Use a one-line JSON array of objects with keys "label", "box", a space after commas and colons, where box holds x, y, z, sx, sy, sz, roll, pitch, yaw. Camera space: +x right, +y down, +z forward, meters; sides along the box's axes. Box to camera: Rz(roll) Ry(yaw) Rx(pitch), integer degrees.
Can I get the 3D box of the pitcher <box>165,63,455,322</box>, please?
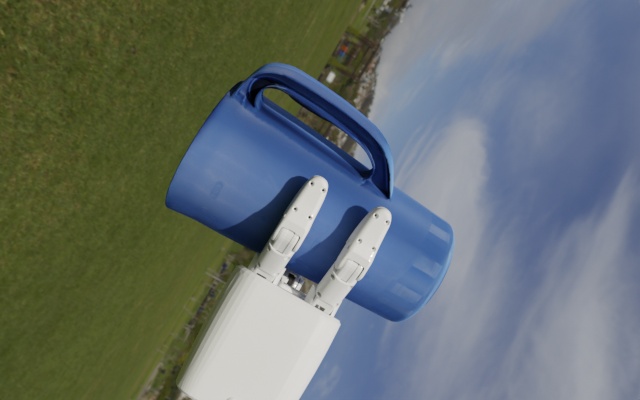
[{"label": "pitcher", "box": [0.000, 0.002, 0.433, 0.243, 0.145, 0.149, 31, -10, -5]}]
